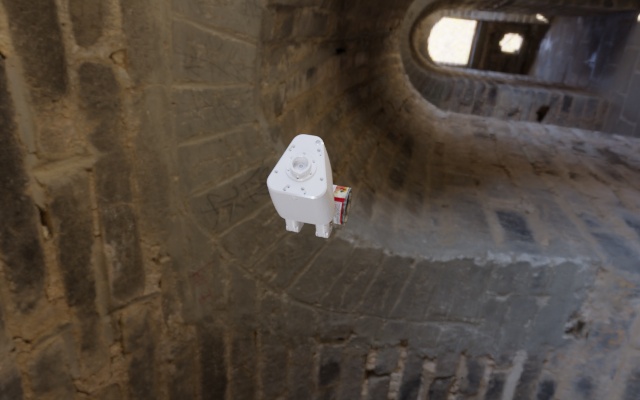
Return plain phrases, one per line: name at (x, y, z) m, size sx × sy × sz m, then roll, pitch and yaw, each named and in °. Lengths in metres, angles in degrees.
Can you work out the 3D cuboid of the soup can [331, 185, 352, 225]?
soup can at (0.000, 0.003, 0.860) m, size 0.102 × 0.068 × 0.068 m, roll 10°, pitch 2°, yaw 11°
